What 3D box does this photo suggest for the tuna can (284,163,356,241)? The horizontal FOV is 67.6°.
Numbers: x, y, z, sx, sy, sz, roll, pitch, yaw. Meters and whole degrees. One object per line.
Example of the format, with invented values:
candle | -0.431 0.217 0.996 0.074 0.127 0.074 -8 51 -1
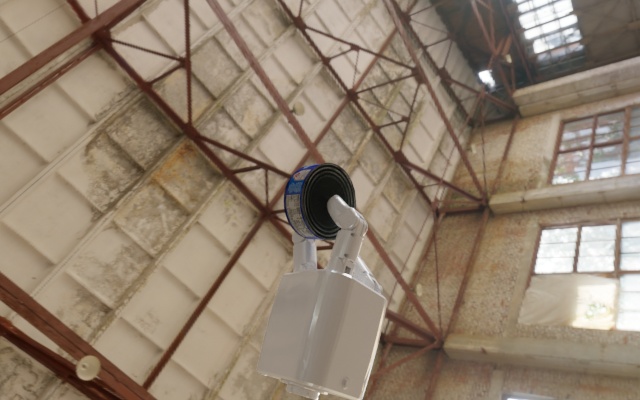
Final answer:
tuna can | 0.000 0.002 0.536 0.034 0.086 0.086 -3 -2 45
